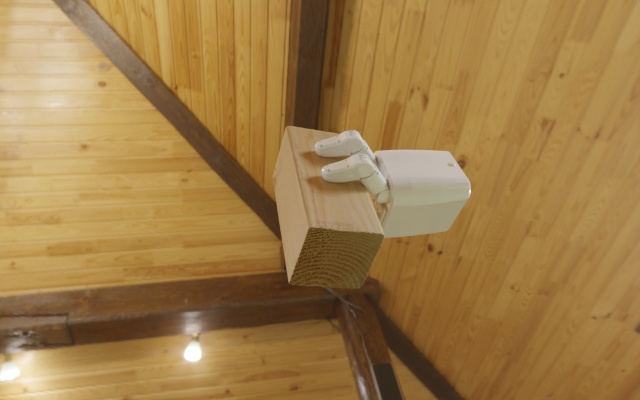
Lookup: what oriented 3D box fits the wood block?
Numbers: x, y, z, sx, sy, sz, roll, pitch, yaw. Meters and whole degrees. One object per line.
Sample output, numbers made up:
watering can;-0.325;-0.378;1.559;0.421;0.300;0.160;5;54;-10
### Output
wood block;0.000;0.002;0.602;0.090;0.091;0.206;6;37;-17
